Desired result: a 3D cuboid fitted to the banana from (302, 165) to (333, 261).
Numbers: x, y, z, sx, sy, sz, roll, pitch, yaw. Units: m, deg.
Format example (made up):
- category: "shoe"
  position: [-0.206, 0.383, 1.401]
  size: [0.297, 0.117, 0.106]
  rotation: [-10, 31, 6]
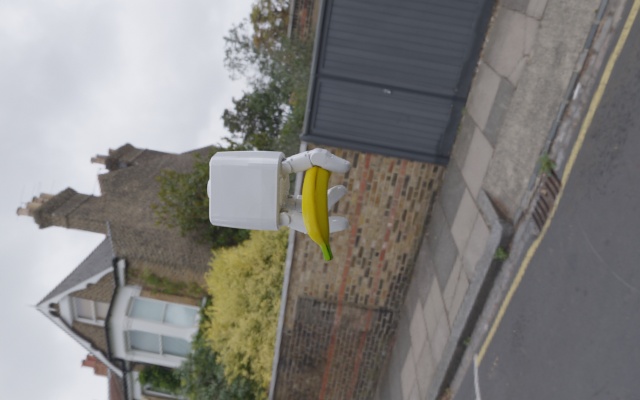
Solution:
- category: "banana"
  position: [-0.003, -0.008, 0.694]
  size: [0.037, 0.197, 0.070]
  rotation: [-7, -45, 9]
